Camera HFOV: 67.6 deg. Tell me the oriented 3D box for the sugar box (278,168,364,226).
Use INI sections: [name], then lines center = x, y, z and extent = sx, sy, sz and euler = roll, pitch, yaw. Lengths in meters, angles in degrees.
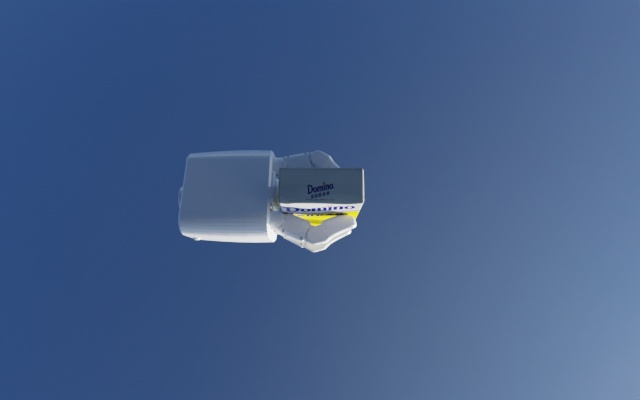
[sugar box]
center = 0.000, 0.003, 0.589
extent = 0.093, 0.048, 0.176
euler = 0, -9, 0
